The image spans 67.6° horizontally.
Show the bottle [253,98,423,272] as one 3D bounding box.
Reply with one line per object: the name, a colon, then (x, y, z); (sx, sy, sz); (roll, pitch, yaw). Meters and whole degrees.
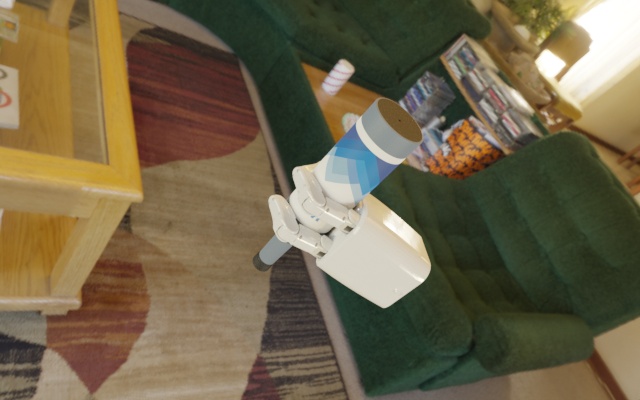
bottle: (0.000, 0.002, 0.588); (0.069, 0.069, 0.296); (0, -36, -45)
